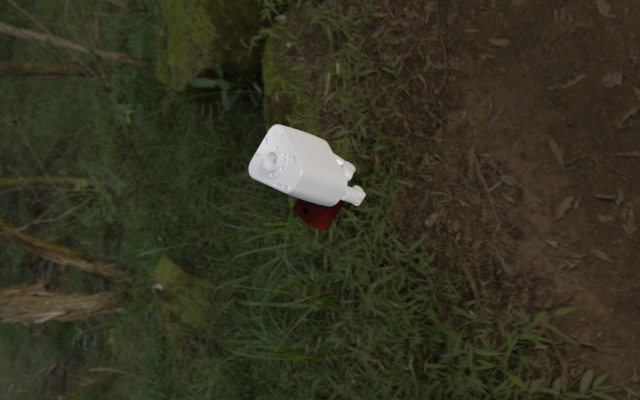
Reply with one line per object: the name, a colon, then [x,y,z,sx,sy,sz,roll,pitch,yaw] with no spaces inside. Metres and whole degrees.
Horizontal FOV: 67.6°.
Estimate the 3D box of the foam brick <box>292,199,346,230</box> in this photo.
foam brick: [0.000,0.003,0.808,0.051,0.078,0.053,13,25,-50]
